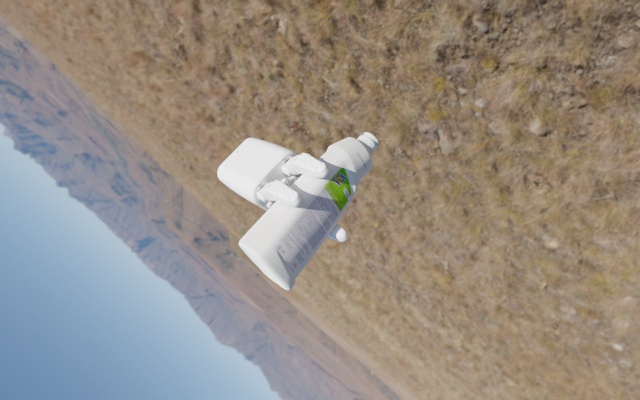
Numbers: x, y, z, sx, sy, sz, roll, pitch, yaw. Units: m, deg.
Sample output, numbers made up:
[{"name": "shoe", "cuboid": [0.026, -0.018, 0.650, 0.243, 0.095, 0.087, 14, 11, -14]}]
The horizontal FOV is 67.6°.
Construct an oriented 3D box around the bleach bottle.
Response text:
[{"name": "bleach bottle", "cuboid": [0.000, 0.002, 0.690, 0.068, 0.250, 0.103, 26, -23, 42]}]
